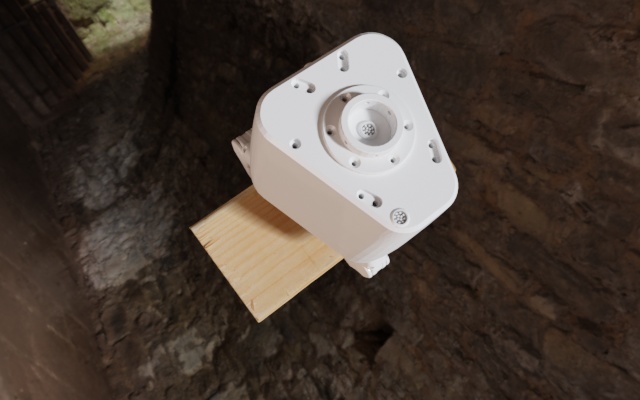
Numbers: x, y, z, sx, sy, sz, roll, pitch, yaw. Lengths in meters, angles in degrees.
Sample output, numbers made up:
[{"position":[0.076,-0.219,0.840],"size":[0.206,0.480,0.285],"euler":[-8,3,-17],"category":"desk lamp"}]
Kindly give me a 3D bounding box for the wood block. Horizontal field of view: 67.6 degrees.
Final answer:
[{"position":[0.000,0.002,0.418],"size":[0.206,0.091,0.090],"euler":[-35,4,-13],"category":"wood block"}]
